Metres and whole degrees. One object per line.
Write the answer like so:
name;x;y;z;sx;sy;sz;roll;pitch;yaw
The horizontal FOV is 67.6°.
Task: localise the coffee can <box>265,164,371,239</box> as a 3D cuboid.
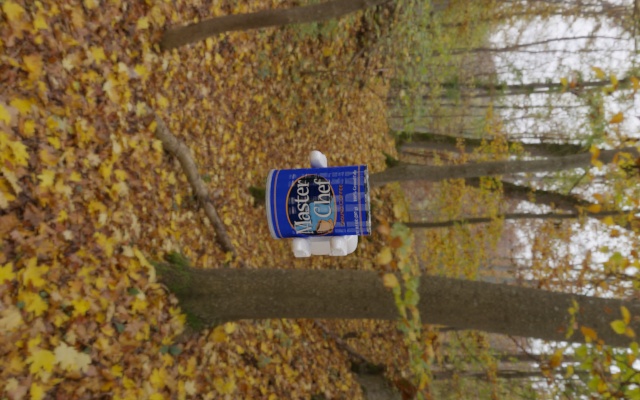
coffee can;0.000;0.002;0.691;0.140;0.103;0.103;-3;0;7
